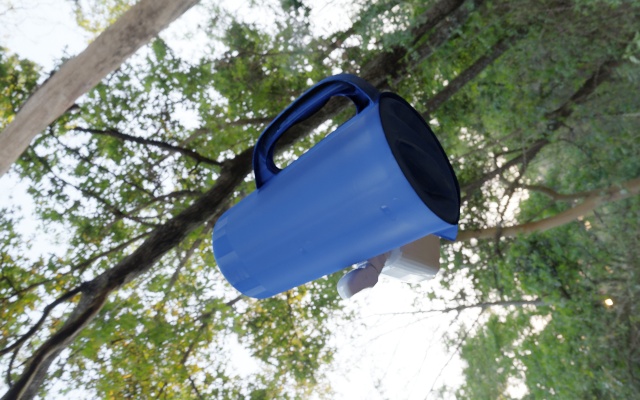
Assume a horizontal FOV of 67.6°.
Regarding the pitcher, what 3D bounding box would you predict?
[{"bbox_3d":[0.000,0.002,0.475,0.243,0.149,0.145,-30,-31,30],"label":"pitcher"}]
